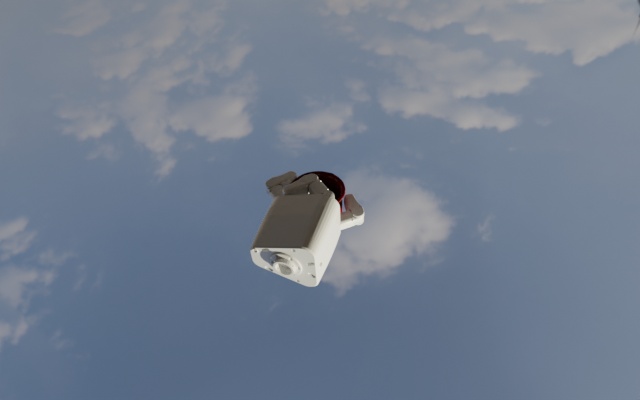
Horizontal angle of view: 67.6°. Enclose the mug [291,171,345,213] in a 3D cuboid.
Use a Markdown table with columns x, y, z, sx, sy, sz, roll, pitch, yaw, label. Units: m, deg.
| x | y | z | sx | sy | sz | roll | pitch | yaw | label |
| --- | --- | --- | --- | --- | --- | --- | --- | --- | --- |
| 0.001 | 0.002 | 0.816 | 0.093 | 0.082 | 0.117 | 13 | 47 | 16 | mug |
